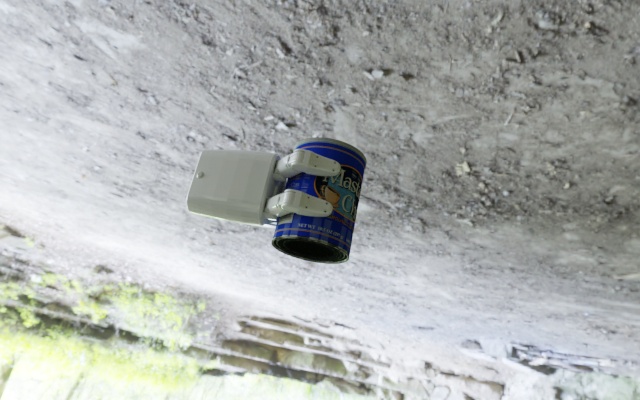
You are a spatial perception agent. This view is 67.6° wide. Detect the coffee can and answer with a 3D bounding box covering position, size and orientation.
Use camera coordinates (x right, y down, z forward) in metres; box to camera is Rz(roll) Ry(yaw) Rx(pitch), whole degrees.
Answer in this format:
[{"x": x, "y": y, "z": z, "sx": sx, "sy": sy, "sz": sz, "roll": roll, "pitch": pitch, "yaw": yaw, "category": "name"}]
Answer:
[{"x": 0.000, "y": 0.002, "z": 0.637, "sx": 0.103, "sy": 0.140, "sz": 0.103, "roll": 10, "pitch": -21, "yaw": 4, "category": "coffee can"}]
